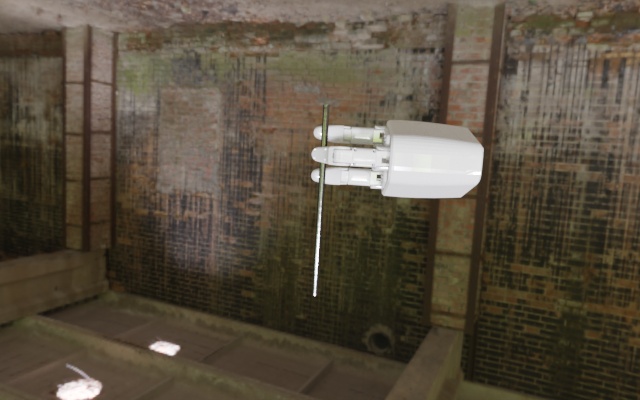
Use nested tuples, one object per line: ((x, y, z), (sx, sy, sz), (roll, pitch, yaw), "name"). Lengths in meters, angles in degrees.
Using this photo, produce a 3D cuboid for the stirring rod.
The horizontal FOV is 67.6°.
((0.000, 0.002, 0.600), (0.011, 0.239, 0.011), (3, 6, 0), "stirring rod")
